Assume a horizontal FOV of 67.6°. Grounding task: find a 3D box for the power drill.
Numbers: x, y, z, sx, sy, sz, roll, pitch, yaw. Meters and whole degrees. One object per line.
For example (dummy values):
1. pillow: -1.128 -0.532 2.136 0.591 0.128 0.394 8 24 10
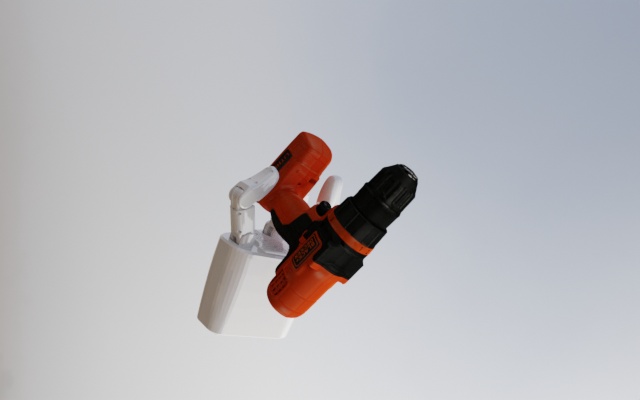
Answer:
1. power drill: 0.000 0.002 0.496 0.057 0.184 0.187 35 17 -32
